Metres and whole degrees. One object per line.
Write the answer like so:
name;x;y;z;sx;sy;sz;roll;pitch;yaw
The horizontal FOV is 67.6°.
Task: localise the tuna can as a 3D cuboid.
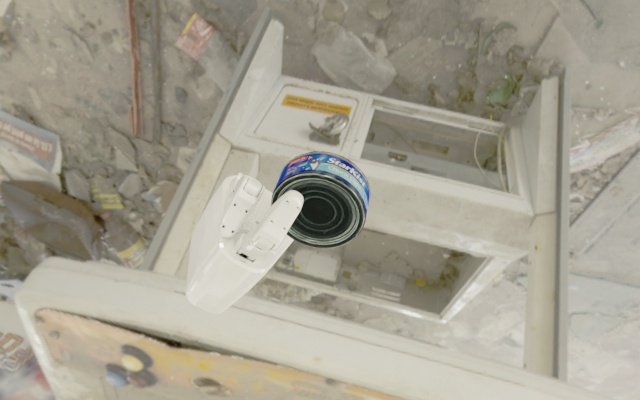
tuna can;0.000;0.002;0.424;0.086;0.086;0.033;0;37;13
